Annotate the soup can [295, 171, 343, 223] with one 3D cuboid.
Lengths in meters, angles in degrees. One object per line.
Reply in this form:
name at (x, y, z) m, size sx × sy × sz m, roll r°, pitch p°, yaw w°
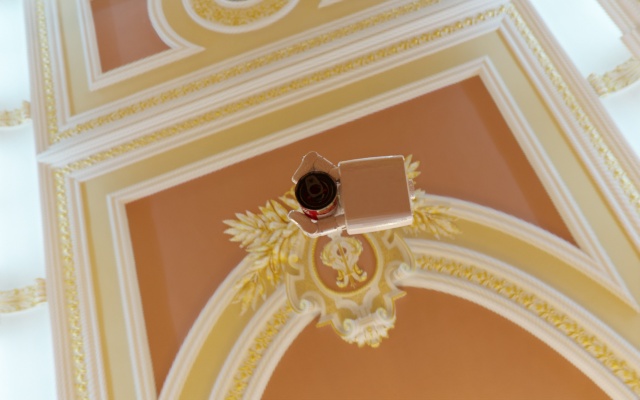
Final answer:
soup can at (0.000, 0.003, 0.790) m, size 0.068 × 0.068 × 0.102 m, roll 0°, pitch -22°, yaw 9°
